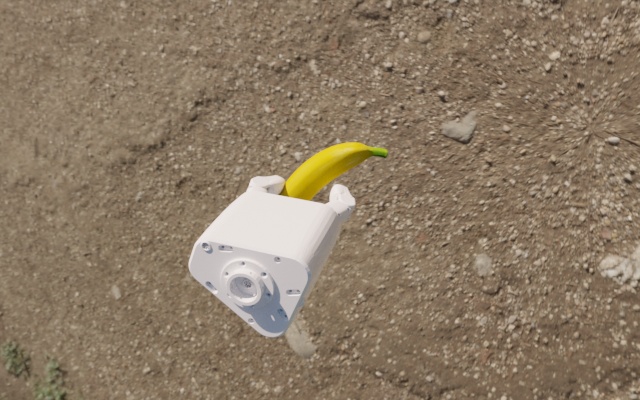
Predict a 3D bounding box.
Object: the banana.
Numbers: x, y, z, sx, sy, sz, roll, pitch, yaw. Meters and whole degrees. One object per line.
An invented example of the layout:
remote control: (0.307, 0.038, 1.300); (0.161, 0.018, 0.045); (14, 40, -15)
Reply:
banana: (-0.011, -0.011, 0.586); (0.070, 0.198, 0.037); (39, 25, -25)
